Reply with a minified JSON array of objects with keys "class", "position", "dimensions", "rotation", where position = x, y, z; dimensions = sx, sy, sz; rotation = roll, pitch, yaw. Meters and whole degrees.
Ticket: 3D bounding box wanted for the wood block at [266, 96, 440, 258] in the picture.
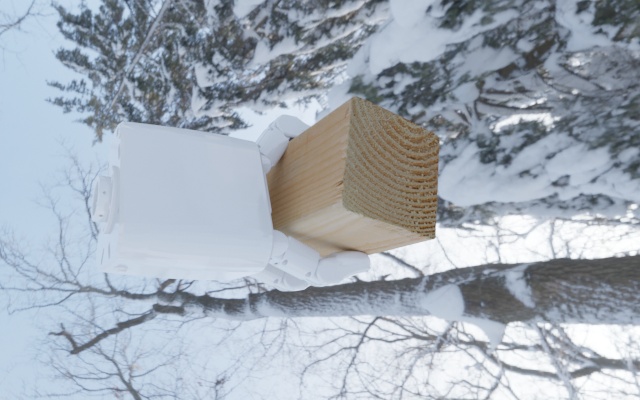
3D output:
[{"class":"wood block","position":[0.000,0.001,0.430],"dimensions":[0.090,0.090,0.206],"rotation":[19,-23,-28]}]
